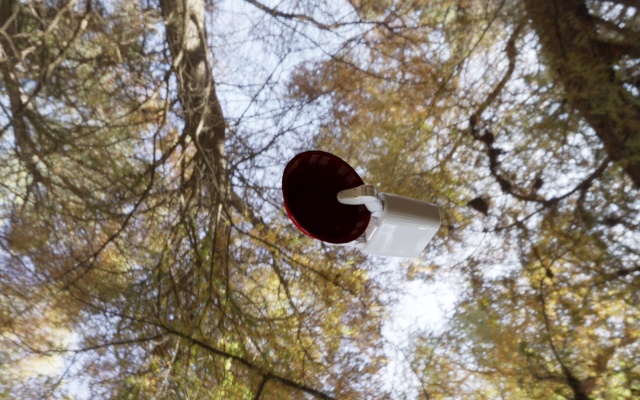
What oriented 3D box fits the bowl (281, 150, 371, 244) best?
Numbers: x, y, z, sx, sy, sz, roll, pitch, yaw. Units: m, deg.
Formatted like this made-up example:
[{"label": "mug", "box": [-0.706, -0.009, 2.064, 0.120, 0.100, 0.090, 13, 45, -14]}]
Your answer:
[{"label": "bowl", "box": [-0.001, 0.002, 0.762, 0.162, 0.162, 0.055, 0, -24, -33]}]
